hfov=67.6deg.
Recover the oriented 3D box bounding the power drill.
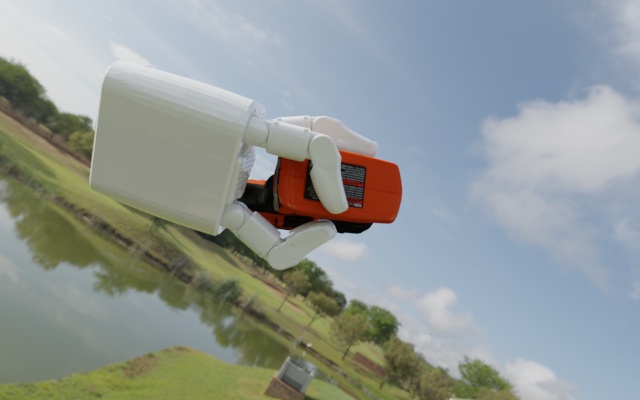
[{"bbox_3d":[0.000,0.001,0.465,0.184,0.057,0.188,7,-11,-21],"label":"power drill"}]
